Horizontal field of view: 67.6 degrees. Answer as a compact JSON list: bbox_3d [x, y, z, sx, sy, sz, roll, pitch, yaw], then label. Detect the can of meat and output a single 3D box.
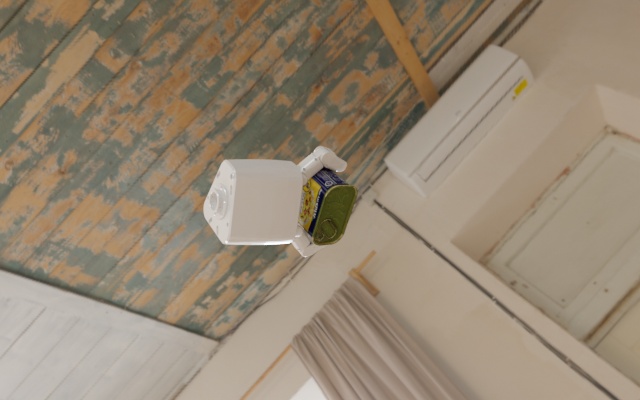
[{"bbox_3d":[0.000,0.002,0.718,0.057,0.102,0.084,-3,32,-36],"label":"can of meat"}]
